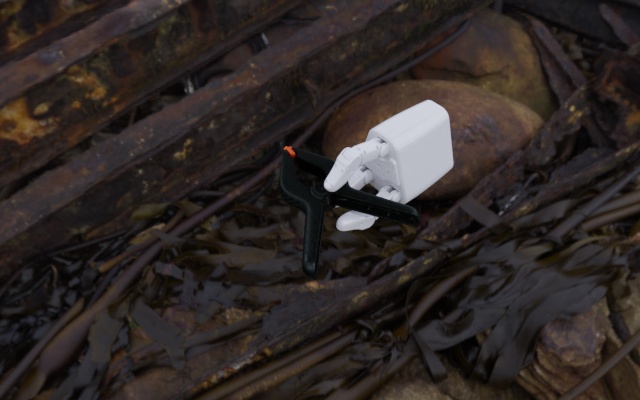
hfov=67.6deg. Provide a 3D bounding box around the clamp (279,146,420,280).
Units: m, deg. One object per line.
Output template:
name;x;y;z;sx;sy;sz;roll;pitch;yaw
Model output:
clamp;0.000;0.001;0.621;0.164;0.036;0.210;-31;54;-24
